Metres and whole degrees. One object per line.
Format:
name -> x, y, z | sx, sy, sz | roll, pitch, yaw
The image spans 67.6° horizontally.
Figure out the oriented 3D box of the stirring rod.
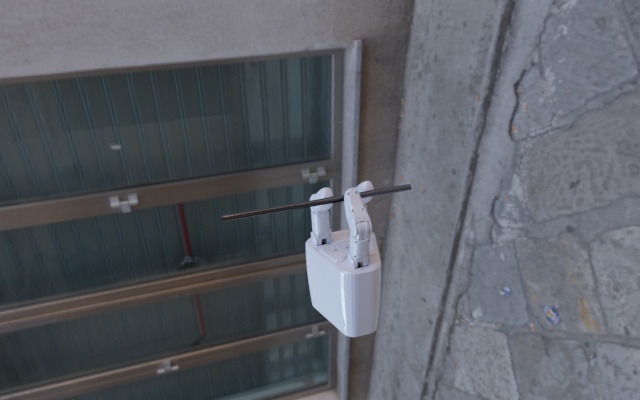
stirring rod -> 0.000, 0.002, 0.583 | 0.239, 0.011, 0.011 | -9, 2, -14
